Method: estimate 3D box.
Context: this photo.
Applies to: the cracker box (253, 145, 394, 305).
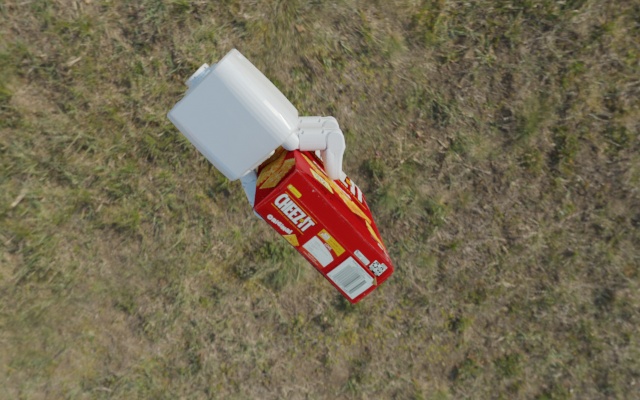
[{"bbox_3d":[0.000,0.002,0.592,0.072,0.164,0.213,-40,20,12],"label":"cracker box"}]
